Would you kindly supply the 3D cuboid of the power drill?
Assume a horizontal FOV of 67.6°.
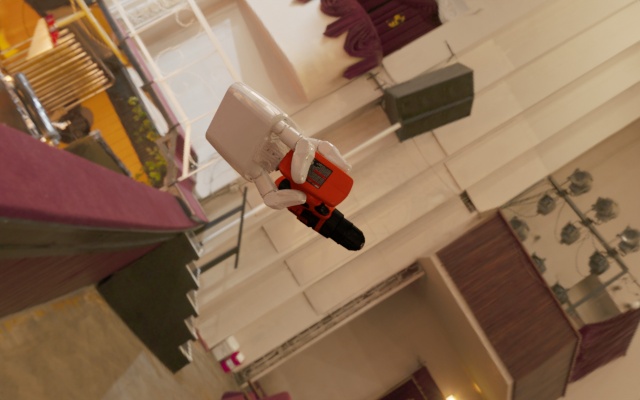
[{"bbox_3d":[0.000,0.002,0.738,0.184,0.057,0.188,34,-19,8],"label":"power drill"}]
